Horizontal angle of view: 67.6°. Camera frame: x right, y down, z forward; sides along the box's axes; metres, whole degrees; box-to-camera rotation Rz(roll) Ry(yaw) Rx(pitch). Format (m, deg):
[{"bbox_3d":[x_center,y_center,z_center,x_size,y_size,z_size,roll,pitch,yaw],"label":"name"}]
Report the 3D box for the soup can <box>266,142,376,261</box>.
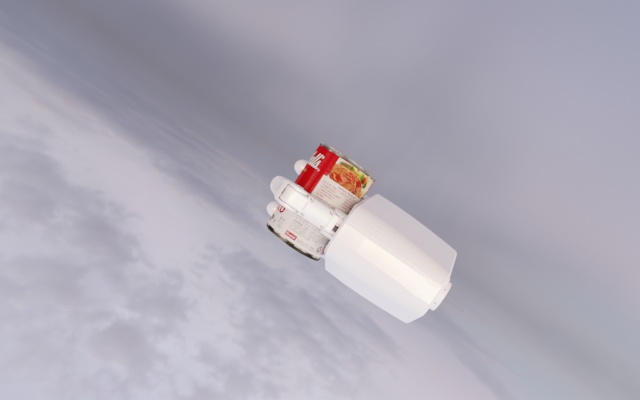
[{"bbox_3d":[-0.001,0.002,0.486,0.068,0.102,0.068,34,2,-1],"label":"soup can"}]
